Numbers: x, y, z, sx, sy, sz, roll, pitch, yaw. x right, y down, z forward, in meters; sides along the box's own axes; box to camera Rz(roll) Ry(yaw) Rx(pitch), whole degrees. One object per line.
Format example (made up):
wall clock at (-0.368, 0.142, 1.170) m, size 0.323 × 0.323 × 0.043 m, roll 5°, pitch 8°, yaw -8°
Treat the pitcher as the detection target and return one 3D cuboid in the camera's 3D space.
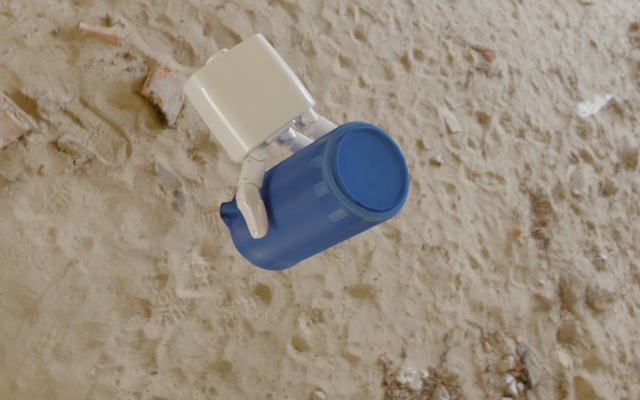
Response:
pitcher at (0.000, 0.002, 0.578) m, size 0.149 × 0.145 × 0.243 m, roll -39°, pitch 7°, yaw -34°
